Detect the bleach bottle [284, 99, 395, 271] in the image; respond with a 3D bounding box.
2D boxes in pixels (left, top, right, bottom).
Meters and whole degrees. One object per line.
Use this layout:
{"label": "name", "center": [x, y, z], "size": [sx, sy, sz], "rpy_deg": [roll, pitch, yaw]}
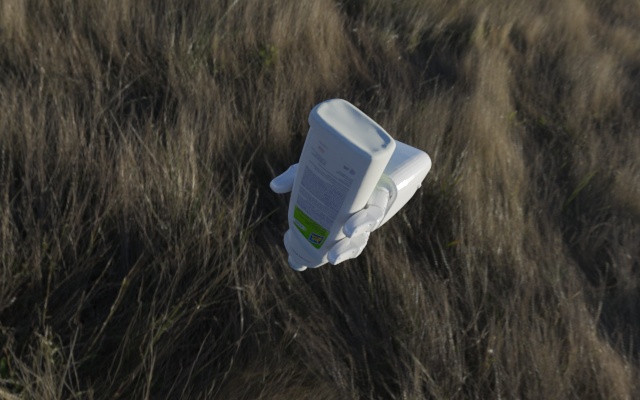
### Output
{"label": "bleach bottle", "center": [0.000, 0.002, 0.607], "size": [0.102, 0.251, 0.068], "rpy_deg": [41, 46, 16]}
